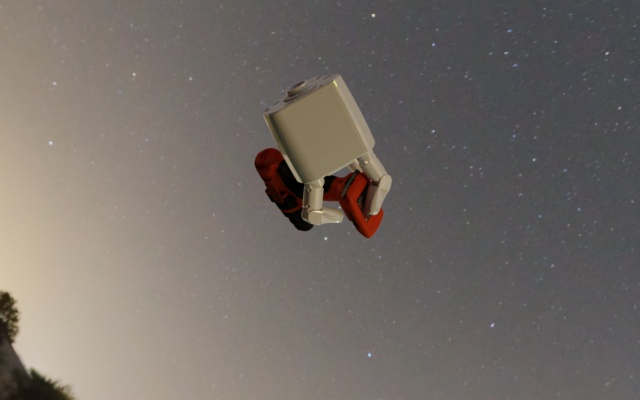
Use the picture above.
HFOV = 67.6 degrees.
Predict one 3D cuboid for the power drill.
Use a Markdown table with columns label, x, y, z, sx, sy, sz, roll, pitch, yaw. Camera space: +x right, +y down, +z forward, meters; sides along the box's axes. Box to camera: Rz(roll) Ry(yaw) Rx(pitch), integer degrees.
| label | x | y | z | sx | sy | sz | roll | pitch | yaw |
| --- | --- | --- | --- | --- | --- | --- | --- | --- | --- |
| power drill | 0.000 | 0.002 | 0.745 | 0.187 | 0.057 | 0.185 | 12 | -32 | 34 |
